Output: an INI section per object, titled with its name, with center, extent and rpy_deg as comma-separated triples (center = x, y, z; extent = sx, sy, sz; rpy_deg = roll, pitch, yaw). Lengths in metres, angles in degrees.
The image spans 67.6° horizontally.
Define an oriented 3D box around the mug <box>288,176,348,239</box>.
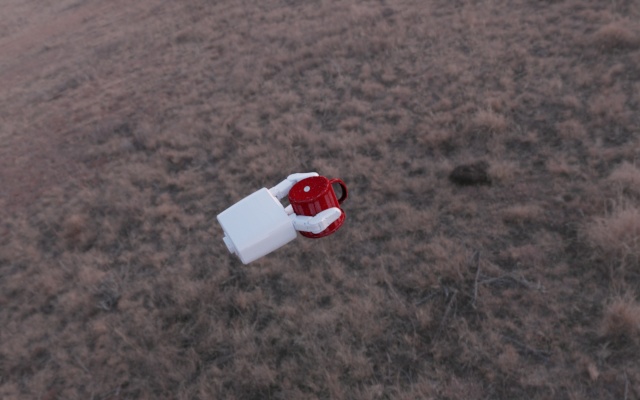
[mug]
center = 0.001, 0.002, 0.878
extent = 0.117, 0.081, 0.093
rpy_deg = -32, 35, -16
